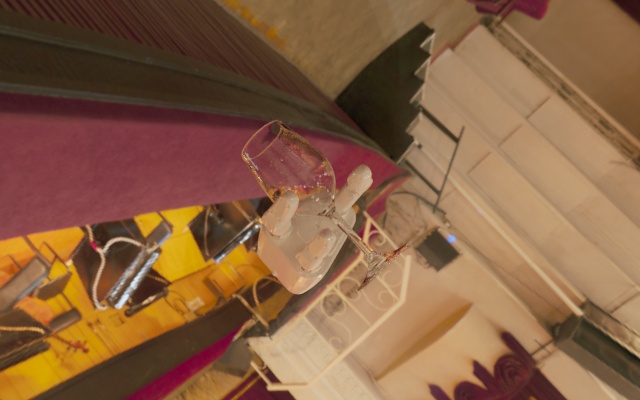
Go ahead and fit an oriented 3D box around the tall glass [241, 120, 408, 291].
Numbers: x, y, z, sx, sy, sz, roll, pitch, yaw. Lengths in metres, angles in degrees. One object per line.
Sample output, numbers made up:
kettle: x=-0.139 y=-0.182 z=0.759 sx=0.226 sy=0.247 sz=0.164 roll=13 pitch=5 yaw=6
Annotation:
tall glass: x=0.001 y=0.002 z=0.532 sx=0.079 sy=0.201 sz=0.079 roll=-42 pitch=-9 yaw=-8
